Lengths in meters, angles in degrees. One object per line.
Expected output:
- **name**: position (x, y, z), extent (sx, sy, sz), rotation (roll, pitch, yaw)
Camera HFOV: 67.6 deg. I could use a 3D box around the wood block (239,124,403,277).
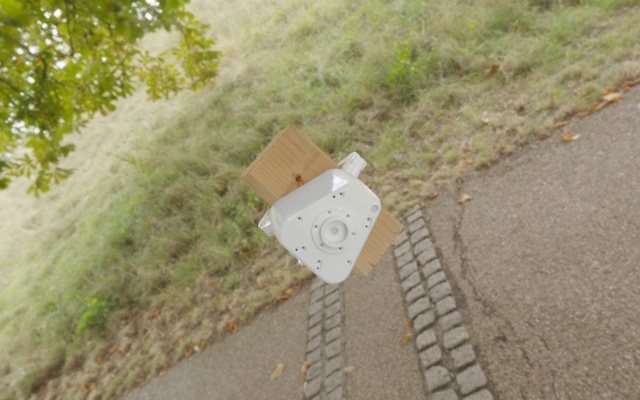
- **wood block**: position (0.000, 0.002, 0.659), extent (0.206, 0.091, 0.090), rotation (42, -12, -13)
